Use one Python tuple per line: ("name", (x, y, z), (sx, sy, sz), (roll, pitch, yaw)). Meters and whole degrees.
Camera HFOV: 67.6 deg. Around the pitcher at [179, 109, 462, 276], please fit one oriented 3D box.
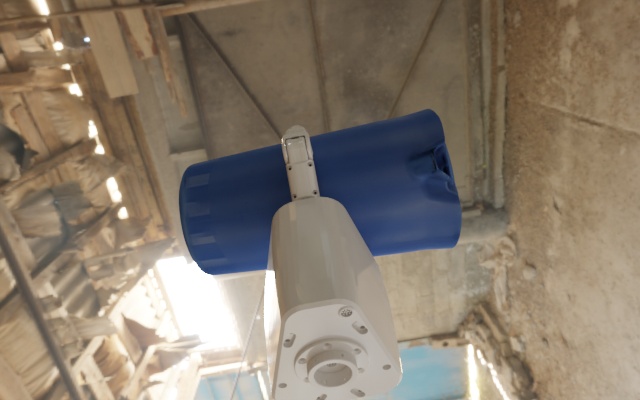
("pitcher", (0.000, 0.002, 0.464), (0.243, 0.149, 0.145), (-10, 36, 0))
